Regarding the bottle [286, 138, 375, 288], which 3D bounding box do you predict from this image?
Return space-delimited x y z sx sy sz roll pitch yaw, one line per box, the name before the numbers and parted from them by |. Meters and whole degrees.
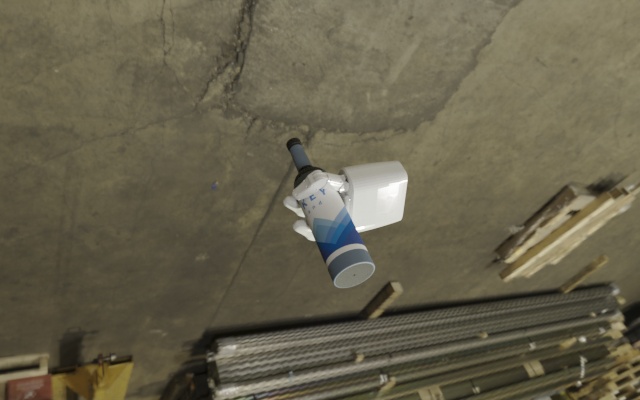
bottle | 0.000 0.003 0.789 0.069 0.295 0.069 -16 -37 -12
